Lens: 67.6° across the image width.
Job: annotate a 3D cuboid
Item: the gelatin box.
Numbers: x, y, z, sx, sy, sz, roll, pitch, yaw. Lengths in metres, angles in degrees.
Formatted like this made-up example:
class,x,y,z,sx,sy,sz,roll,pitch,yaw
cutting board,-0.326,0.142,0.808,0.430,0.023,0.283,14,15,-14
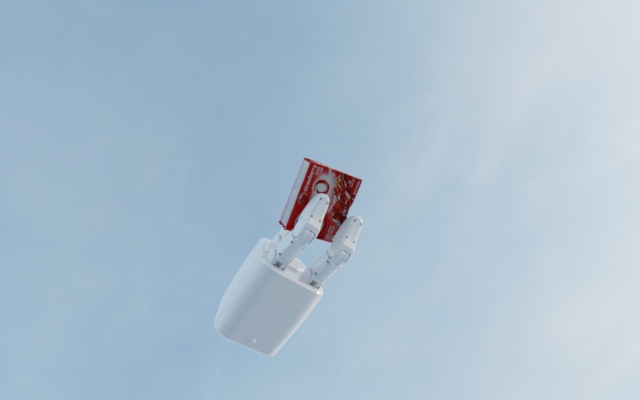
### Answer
class,x,y,z,sx,sy,sz,roll,pitch,yaw
gelatin box,0.000,0.001,0.580,0.073,0.089,0.030,18,8,-24
